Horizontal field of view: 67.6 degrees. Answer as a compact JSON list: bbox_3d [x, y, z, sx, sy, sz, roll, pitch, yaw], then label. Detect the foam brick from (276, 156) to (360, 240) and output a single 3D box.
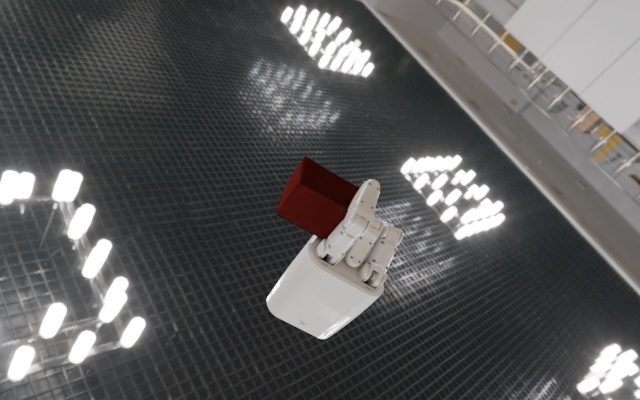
[{"bbox_3d":[0.000,0.001,0.514,0.078,0.051,0.053,30,35,-14],"label":"foam brick"}]
